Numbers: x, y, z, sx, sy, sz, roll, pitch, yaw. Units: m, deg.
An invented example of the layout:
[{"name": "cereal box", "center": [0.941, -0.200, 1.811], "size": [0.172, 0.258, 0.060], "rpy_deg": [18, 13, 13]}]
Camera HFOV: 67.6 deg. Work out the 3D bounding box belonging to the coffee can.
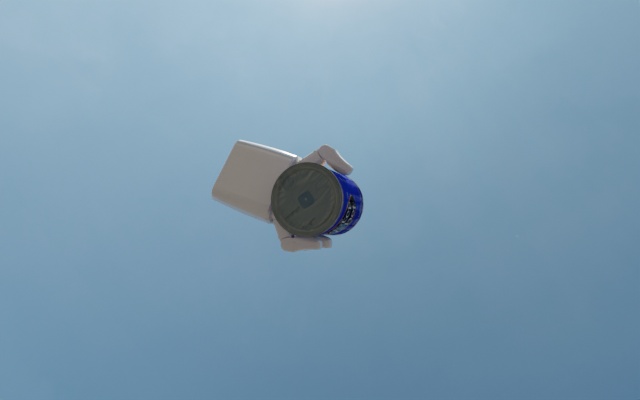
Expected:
[{"name": "coffee can", "center": [0.000, 0.002, 0.713], "size": [0.103, 0.103, 0.140], "rpy_deg": [0, -3, 17]}]
